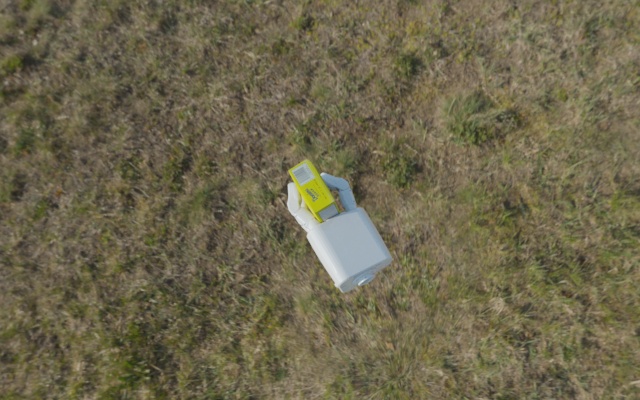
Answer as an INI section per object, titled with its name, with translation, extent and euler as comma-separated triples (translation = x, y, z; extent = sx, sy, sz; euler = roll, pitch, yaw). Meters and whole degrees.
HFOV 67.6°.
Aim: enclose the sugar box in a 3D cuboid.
[sugar box]
translation = 0.000, 0.003, 0.857
extent = 0.048, 0.093, 0.176
euler = -30, -22, -2
